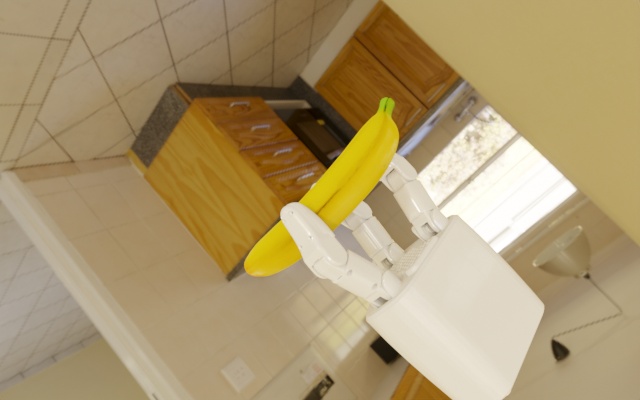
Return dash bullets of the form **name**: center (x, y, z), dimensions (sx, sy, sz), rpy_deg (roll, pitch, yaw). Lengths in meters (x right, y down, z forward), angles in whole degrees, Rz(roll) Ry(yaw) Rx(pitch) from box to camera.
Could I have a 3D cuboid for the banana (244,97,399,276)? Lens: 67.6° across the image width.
- **banana**: center (0.001, 0.004, 0.387), dimensions (0.037, 0.198, 0.069), rpy_deg (41, 13, -8)
